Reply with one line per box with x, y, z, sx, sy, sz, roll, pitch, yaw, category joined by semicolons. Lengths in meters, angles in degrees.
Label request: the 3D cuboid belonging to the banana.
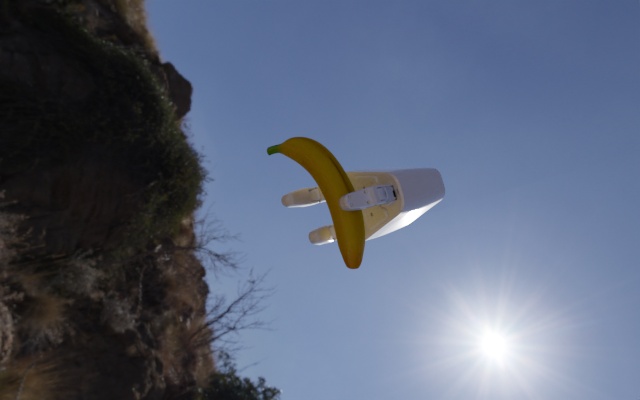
0.008;-0.012;0.586;0.037;0.197;0.070;-10;-31;-48;banana
